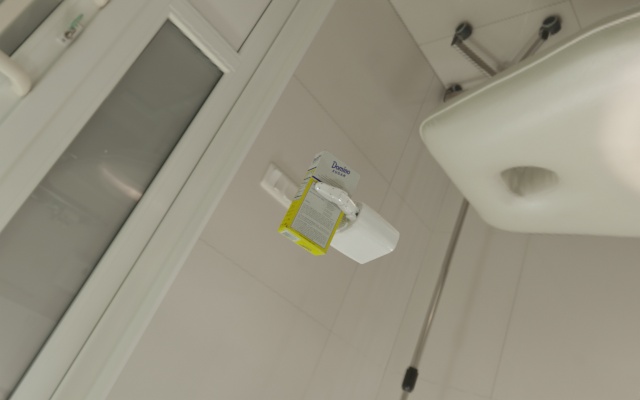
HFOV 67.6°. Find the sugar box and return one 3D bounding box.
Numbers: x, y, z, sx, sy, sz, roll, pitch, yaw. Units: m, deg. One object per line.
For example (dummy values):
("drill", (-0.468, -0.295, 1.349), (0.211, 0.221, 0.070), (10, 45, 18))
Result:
("sugar box", (0.000, 0.003, 0.890), (0.093, 0.176, 0.048), (36, -27, -21))
